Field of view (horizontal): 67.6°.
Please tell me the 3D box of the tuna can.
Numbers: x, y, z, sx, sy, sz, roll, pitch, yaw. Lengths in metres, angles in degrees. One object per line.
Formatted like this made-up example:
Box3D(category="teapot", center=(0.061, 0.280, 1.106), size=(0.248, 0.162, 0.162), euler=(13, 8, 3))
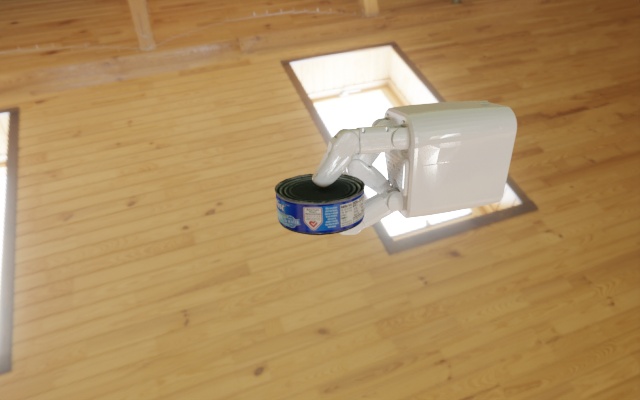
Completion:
Box3D(category="tuna can", center=(0.000, 0.002, 0.458), size=(0.086, 0.034, 0.086), euler=(-2, 20, 1))
